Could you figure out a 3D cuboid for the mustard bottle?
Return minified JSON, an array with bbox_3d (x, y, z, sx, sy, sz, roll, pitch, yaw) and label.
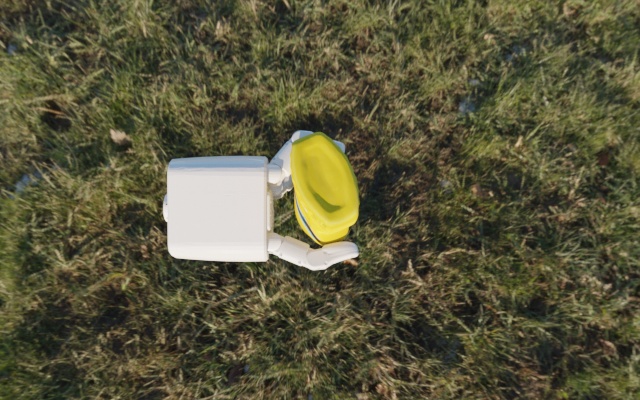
[{"bbox_3d":[0.000,0.002,0.538,0.058,0.096,0.192,-23,-12,-8],"label":"mustard bottle"}]
